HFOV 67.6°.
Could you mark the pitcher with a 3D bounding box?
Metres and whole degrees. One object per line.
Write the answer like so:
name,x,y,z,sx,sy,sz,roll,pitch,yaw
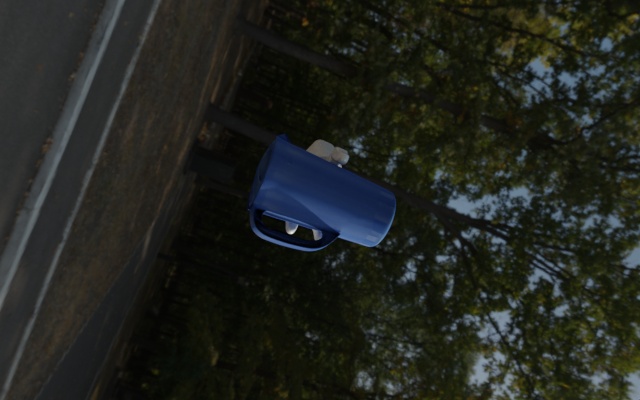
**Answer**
pitcher,0.000,0.003,0.826,0.243,0.149,0.145,22,21,-14
